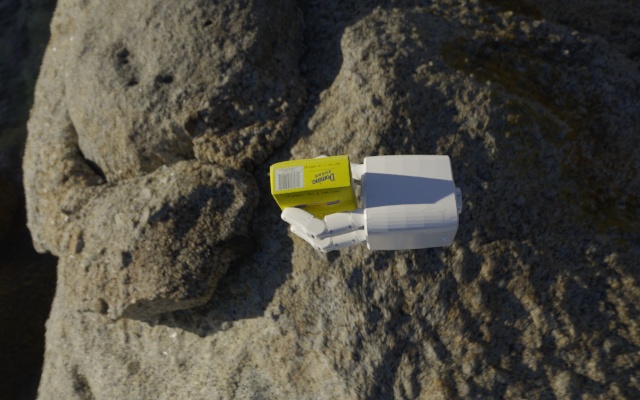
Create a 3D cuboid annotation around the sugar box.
[{"bbox_3d":[0.000,0.002,0.618,0.093,0.048,0.176,-6,-24,7],"label":"sugar box"}]
